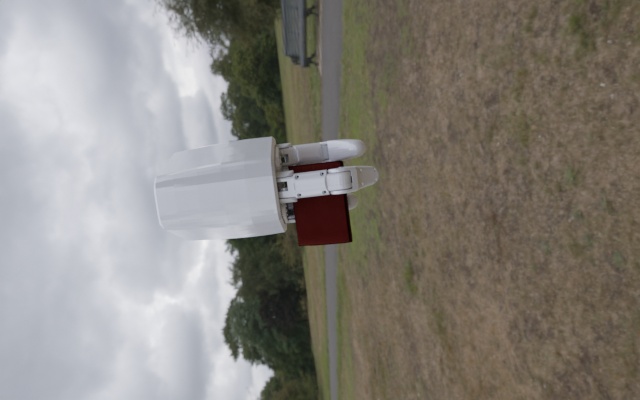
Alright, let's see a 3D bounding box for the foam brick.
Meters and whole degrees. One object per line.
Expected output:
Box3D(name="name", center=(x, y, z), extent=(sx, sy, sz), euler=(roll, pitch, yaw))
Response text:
Box3D(name="foam brick", center=(0.000, 0.002, 0.466), extent=(0.051, 0.078, 0.053), euler=(-7, 5, 0))
